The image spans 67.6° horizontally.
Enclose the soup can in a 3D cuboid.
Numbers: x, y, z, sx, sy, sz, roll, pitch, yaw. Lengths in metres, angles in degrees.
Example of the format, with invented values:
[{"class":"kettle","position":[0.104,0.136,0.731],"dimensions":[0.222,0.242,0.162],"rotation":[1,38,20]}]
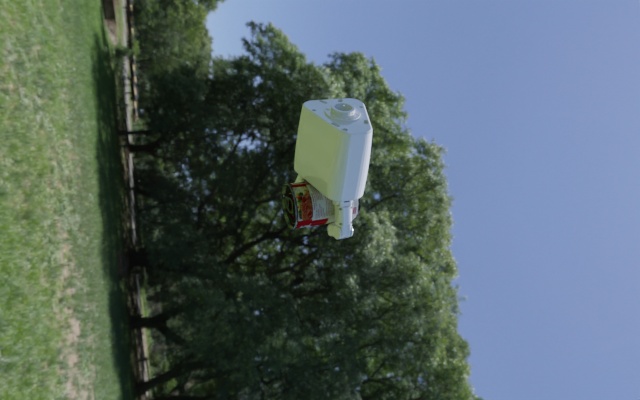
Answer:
[{"class":"soup can","position":[0.000,0.003,0.712],"dimensions":[0.102,0.068,0.068],"rotation":[-8,3,-20]}]
